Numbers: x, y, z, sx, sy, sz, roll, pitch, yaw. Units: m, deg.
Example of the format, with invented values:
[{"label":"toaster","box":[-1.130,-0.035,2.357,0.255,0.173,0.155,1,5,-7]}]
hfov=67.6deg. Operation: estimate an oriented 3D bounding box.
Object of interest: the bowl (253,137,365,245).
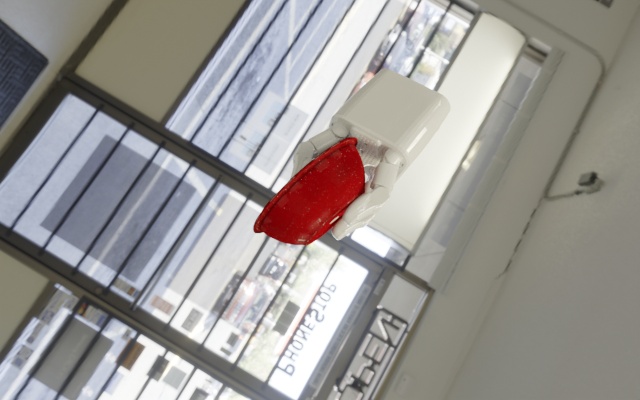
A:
[{"label":"bowl","box":[-0.001,0.003,0.554,0.162,0.055,0.162,-41,-9,-7]}]
